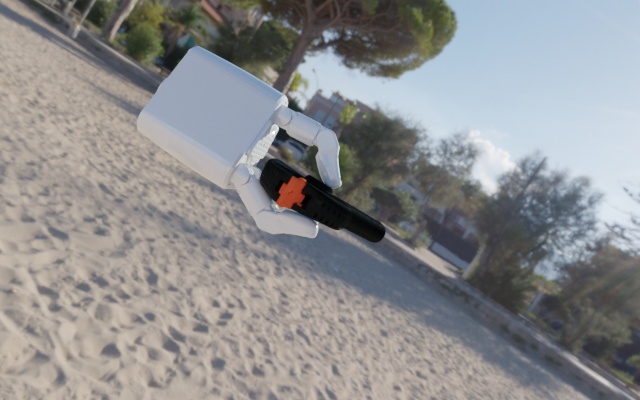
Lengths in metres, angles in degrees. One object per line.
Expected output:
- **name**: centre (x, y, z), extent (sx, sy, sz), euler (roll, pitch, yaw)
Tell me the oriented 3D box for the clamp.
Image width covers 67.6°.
- **clamp**: centre (0.000, 0.001, 0.481), extent (0.164, 0.036, 0.210), euler (31, 3, 1)
